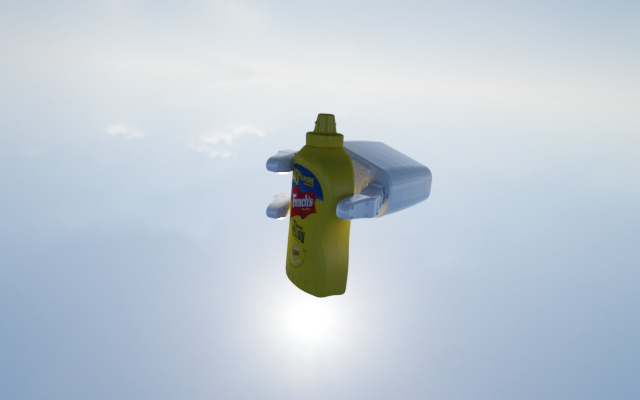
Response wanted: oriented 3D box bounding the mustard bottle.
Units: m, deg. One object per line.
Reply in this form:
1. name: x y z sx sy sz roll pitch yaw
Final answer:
1. mustard bottle: 0.000 0.002 0.523 0.058 0.192 0.096 -2 16 -26
